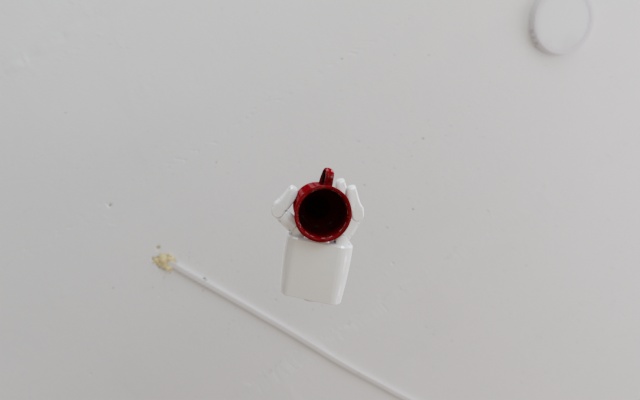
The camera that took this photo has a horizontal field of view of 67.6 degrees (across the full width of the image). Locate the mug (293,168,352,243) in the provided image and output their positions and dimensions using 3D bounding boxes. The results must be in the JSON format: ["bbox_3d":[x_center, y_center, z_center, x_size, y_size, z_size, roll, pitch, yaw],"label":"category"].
[{"bbox_3d":[0.000,0.001,0.791,0.093,0.117,0.081,8,10,-11],"label":"mug"}]
